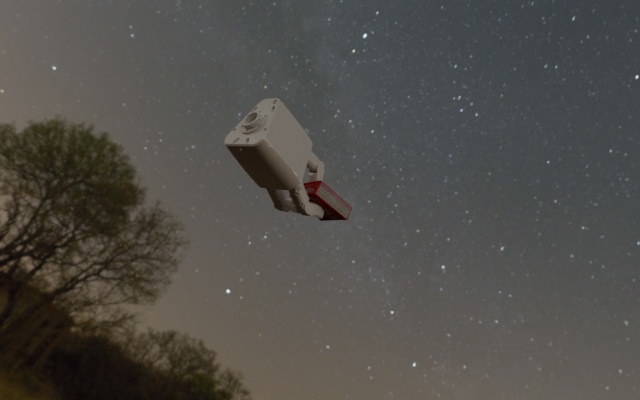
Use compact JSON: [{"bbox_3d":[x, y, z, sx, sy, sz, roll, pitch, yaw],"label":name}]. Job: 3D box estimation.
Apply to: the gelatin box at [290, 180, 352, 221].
[{"bbox_3d":[0.001,0.003,0.851,0.089,0.030,0.073,39,-27,-31],"label":"gelatin box"}]
